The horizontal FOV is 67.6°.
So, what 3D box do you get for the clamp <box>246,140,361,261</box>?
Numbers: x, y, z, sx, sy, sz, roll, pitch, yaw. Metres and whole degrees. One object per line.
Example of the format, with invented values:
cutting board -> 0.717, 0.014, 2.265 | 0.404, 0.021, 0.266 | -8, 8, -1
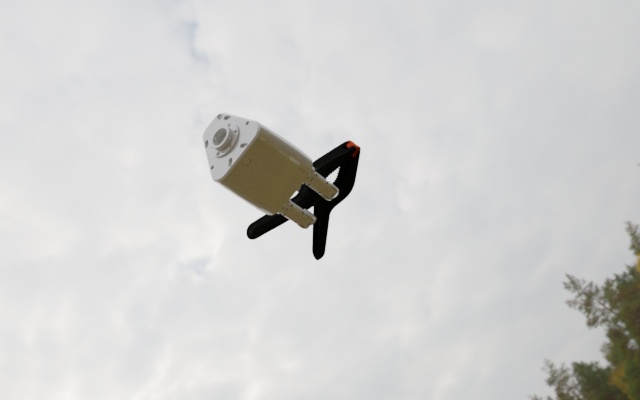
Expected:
clamp -> 0.000, 0.002, 0.756 | 0.165, 0.210, 0.036 | 33, 8, -46
